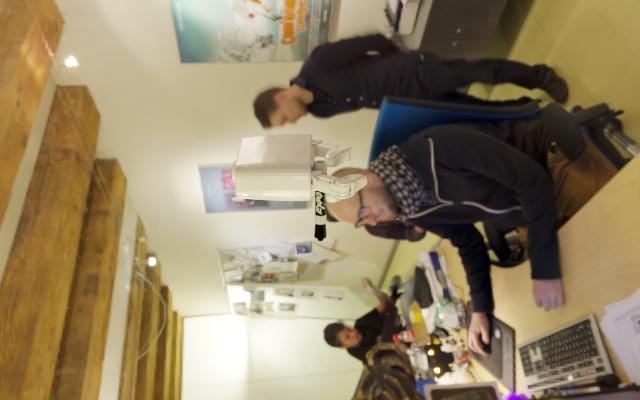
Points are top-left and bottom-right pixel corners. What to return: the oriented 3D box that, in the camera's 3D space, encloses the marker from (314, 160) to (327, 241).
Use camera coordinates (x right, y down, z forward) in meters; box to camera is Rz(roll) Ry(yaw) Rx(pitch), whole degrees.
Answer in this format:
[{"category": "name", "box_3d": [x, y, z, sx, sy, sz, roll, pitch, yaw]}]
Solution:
[{"category": "marker", "box_3d": [0.000, 0.002, 0.691, 0.020, 0.121, 0.020, 0, 20, 0]}]
